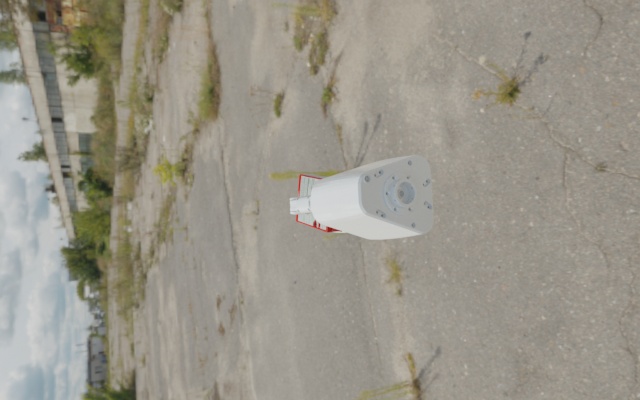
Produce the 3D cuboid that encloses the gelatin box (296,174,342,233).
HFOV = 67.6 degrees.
[{"bbox_3d":[0.000,0.002,0.689,0.030,0.073,0.089,-1,8,-33],"label":"gelatin box"}]
